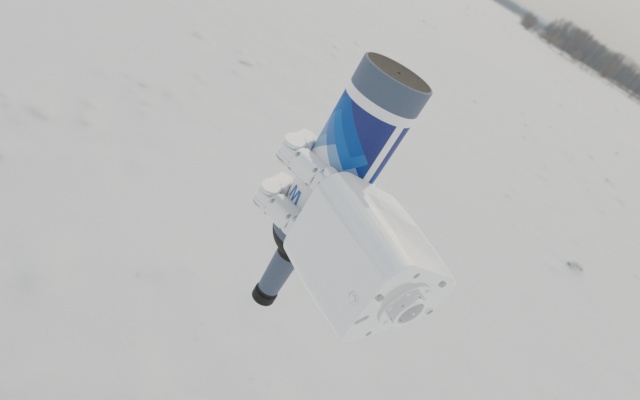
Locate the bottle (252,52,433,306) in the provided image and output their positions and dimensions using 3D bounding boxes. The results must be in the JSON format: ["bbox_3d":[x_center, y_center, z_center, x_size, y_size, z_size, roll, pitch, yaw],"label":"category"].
[{"bbox_3d":[0.000,0.001,0.474,0.069,0.296,0.069,23,31,-14],"label":"bottle"}]
